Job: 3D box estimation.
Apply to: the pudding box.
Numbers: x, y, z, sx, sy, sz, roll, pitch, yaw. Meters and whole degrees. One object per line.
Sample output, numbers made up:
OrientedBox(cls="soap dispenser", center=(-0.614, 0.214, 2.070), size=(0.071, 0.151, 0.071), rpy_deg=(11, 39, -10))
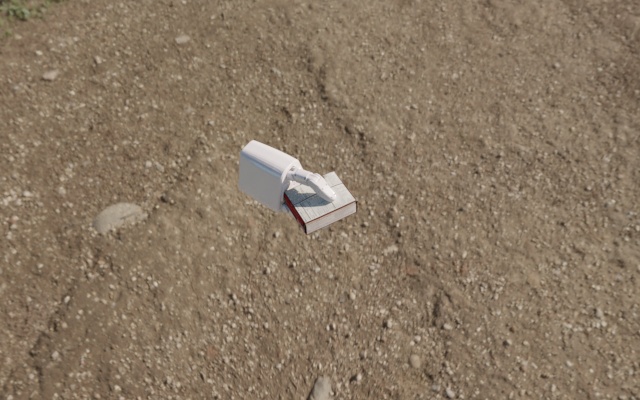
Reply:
OrientedBox(cls="pudding box", center=(0.000, 0.003, 0.892), size=(0.113, 0.090, 0.039), rpy_deg=(-24, -36, -14))
